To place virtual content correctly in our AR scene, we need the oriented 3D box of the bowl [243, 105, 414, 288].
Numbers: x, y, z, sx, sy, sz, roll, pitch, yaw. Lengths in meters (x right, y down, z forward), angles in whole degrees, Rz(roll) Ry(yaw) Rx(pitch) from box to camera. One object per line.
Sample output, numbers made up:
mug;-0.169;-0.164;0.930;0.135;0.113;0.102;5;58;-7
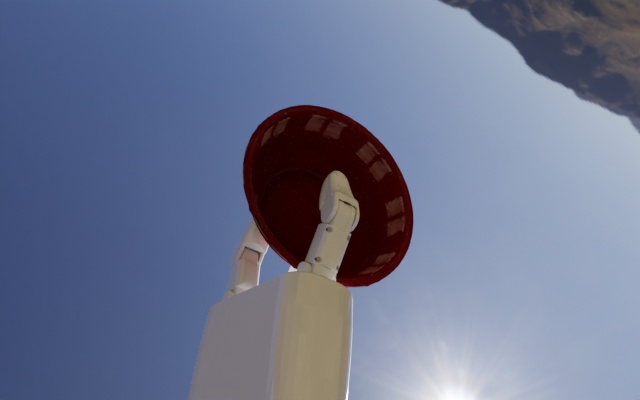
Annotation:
bowl;0.000;0.001;0.409;0.162;0.162;0.055;0;-22;-33
